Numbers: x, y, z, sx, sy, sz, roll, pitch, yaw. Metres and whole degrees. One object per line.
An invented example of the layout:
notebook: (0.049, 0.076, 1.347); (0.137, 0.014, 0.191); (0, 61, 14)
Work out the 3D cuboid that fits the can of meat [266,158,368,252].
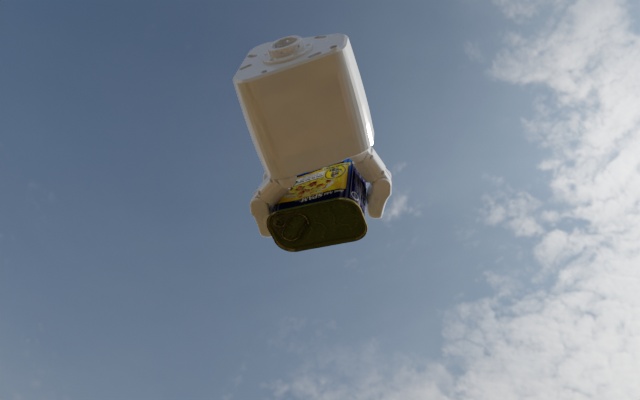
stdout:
can of meat: (0.000, 0.002, 0.519); (0.102, 0.057, 0.084); (-12, 36, 17)
